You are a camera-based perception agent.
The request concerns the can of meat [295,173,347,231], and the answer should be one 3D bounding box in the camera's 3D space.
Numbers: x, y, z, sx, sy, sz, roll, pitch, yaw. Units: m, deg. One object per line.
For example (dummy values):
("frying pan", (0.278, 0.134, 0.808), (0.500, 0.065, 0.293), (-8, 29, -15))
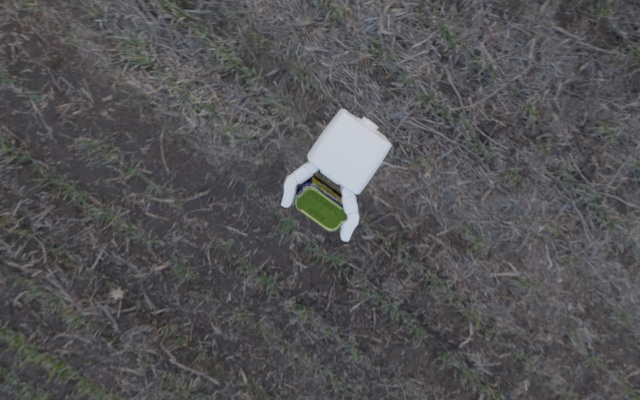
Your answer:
("can of meat", (0.000, 0.003, 0.886), (0.102, 0.057, 0.084), (36, 14, -13))
